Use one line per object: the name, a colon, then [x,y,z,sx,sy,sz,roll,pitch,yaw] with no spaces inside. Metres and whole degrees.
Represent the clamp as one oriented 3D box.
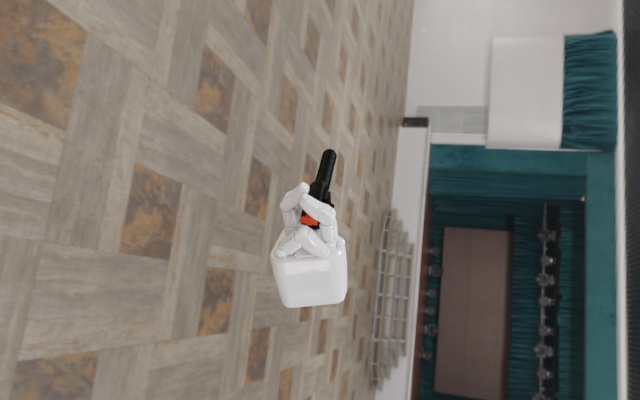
clamp: [0.001,0.003,0.799,0.039,0.120,0.171,3,35,16]
